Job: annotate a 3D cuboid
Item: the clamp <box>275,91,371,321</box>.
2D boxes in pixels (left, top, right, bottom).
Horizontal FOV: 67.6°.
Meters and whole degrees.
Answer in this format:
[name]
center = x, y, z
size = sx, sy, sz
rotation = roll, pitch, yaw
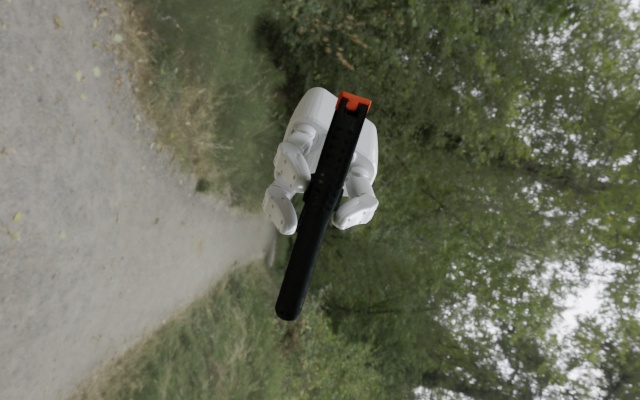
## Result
[clamp]
center = 0.001, 0.001, 0.460
size = 0.036, 0.210, 0.164
rotation = 17, 34, -4
